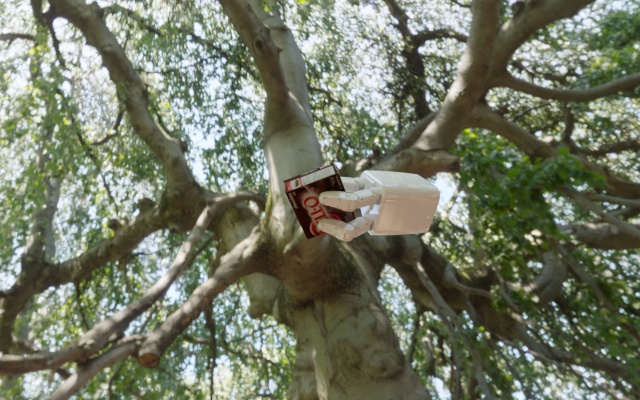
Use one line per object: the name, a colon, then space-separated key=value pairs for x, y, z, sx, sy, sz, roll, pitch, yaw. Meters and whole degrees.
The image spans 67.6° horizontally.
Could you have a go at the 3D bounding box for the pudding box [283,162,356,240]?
pudding box: x=0.000 y=0.002 z=0.781 sx=0.090 sy=0.114 sz=0.039 roll=-21 pitch=37 yaw=2
